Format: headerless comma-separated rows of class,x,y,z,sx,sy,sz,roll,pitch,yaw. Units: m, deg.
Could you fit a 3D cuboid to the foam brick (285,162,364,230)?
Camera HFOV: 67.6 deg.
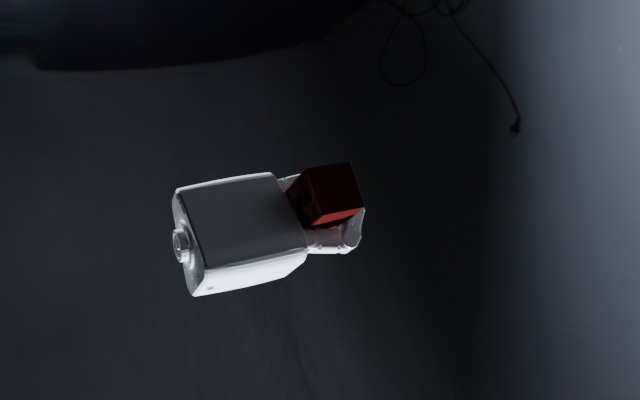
foam brick,0.000,0.001,0.504,0.051,0.053,0.078,-9,-19,-29
